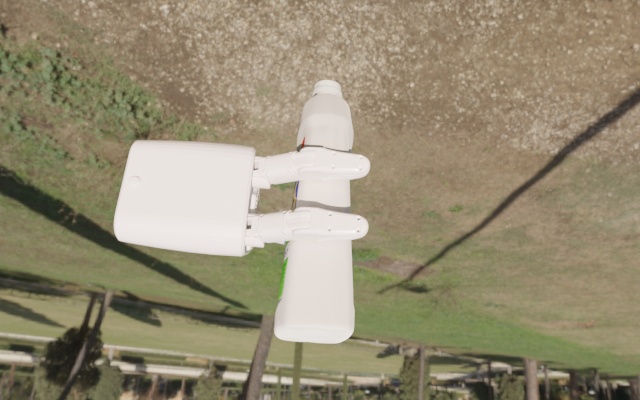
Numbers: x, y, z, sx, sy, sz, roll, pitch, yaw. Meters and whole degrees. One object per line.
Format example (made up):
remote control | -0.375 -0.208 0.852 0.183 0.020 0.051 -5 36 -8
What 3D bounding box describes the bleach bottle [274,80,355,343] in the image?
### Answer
bleach bottle | 0.000 0.002 0.457 0.068 0.250 0.103 5 -23 -4
